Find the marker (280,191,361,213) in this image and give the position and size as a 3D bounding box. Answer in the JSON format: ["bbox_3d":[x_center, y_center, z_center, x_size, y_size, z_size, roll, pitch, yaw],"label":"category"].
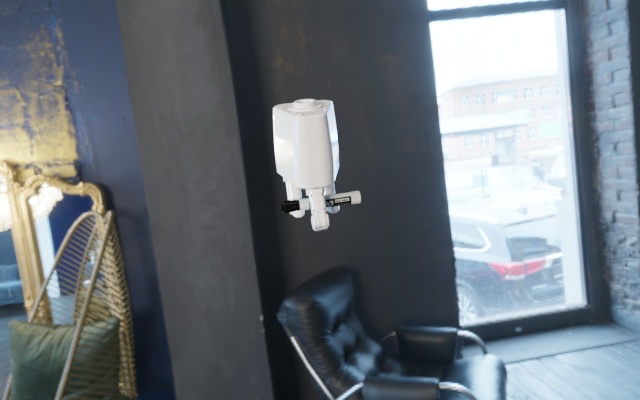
[{"bbox_3d":[0.000,0.002,0.714,0.121,0.020,0.020,-8,1,-8],"label":"marker"}]
